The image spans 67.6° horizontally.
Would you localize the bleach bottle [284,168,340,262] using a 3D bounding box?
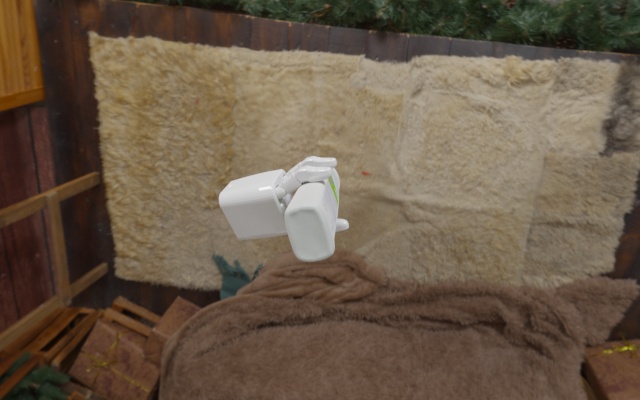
[{"bbox_3d":[0.000,0.003,0.844,0.068,0.103,0.250,-11,20,14],"label":"bleach bottle"}]
